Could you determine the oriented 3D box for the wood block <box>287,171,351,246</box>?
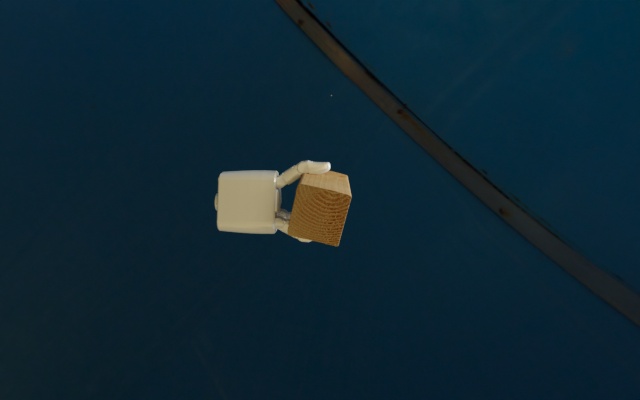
[{"bbox_3d":[0.000,0.002,0.870,0.090,0.091,0.206,13,12,-2],"label":"wood block"}]
